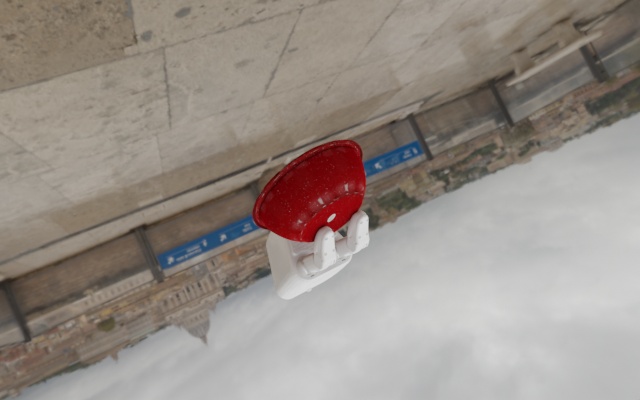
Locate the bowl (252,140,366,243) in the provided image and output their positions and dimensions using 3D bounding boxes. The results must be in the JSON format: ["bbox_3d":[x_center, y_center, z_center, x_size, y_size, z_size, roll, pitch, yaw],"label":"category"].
[{"bbox_3d":[0.000,0.002,0.583,0.162,0.055,0.162,-30,-24,-15],"label":"bowl"}]
